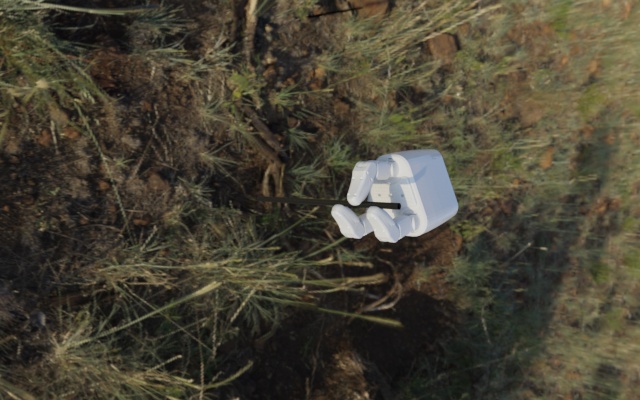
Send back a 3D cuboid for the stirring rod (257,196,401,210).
[{"bbox_3d":[0.000,0.002,0.627,0.239,0.011,0.011,3,2,41],"label":"stirring rod"}]
